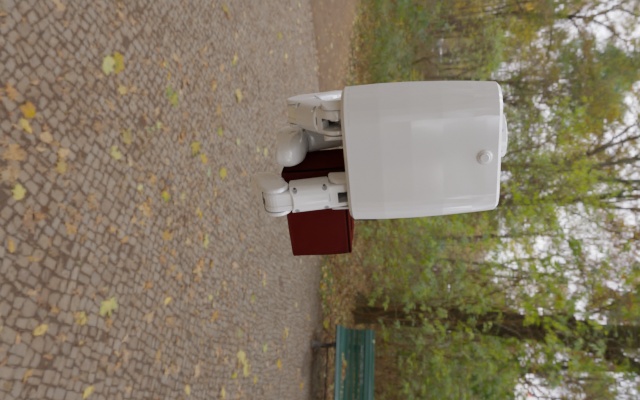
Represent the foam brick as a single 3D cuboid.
[{"bbox_3d":[0.000,0.002,0.406,0.051,0.078,0.053,-3,23,7],"label":"foam brick"}]
